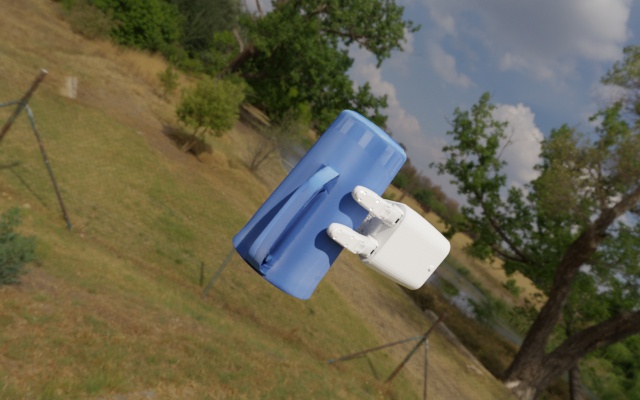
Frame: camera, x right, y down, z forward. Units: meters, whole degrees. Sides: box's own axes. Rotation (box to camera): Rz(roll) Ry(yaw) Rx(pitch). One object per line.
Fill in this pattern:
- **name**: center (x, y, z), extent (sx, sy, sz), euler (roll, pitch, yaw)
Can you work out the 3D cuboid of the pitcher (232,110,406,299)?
- **pitcher**: center (0.000, 0.002, 0.637), extent (0.145, 0.243, 0.149), euler (34, 6, -30)
